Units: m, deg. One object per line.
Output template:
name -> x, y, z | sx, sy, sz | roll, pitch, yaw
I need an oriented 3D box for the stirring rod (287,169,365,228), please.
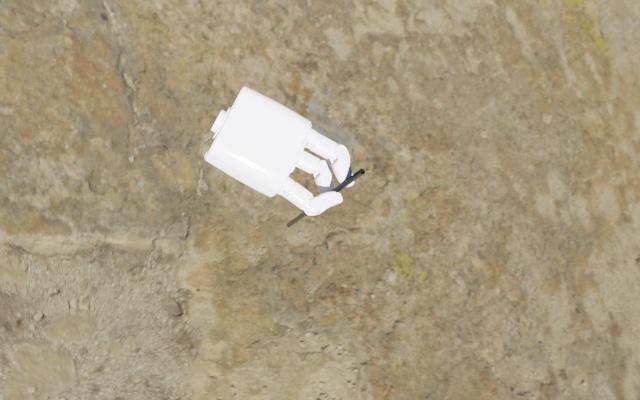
stirring rod -> 0.000, 0.002, 0.722 | 0.011, 0.011, 0.239 | 0, -20, -29
